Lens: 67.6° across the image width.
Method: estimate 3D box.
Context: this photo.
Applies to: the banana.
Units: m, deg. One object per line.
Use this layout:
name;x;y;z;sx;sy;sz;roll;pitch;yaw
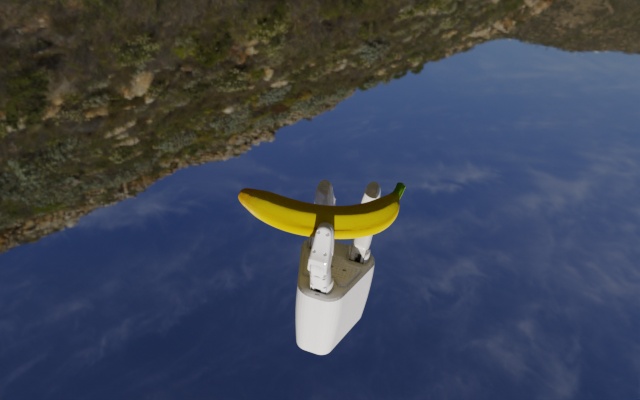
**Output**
banana;0.005;0.014;0.545;0.198;0.037;0.069;-1;41;-7
